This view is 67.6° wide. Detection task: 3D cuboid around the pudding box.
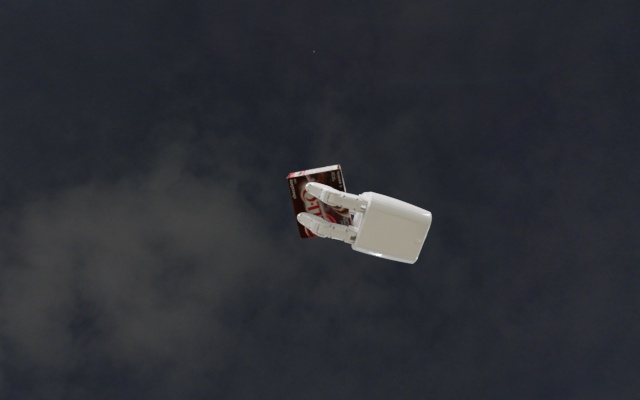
[{"bbox_3d":[0.000,0.003,0.798,0.090,0.113,0.039,-10,15,6],"label":"pudding box"}]
